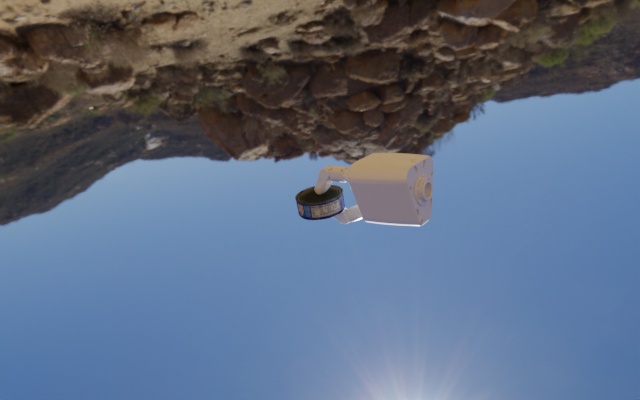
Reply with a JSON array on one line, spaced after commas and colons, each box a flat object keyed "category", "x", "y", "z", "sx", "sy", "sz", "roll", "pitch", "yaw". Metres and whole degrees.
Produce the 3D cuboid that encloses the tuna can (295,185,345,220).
[{"category": "tuna can", "x": 0.000, "y": 0.003, "z": 0.847, "sx": 0.086, "sy": 0.034, "sz": 0.086, "roll": -9, "pitch": 22, "yaw": 4}]
